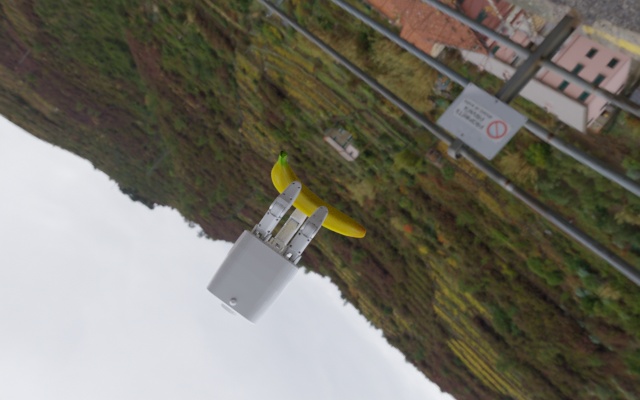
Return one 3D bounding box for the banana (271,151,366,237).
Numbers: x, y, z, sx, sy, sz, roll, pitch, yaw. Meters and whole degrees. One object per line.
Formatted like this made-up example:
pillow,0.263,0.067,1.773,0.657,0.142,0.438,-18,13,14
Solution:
banana,-0.012,0.002,0.756,0.198,0.037,0.069,42,-25,-23
